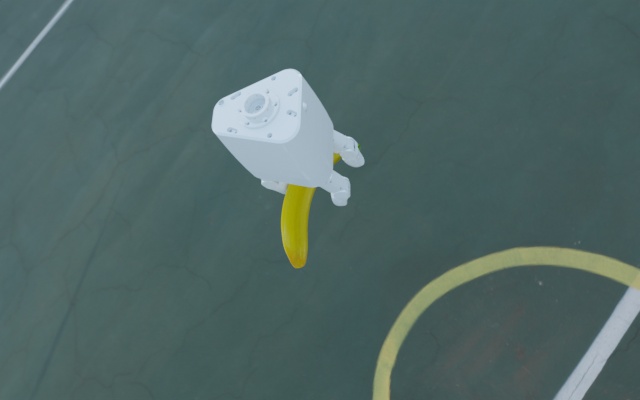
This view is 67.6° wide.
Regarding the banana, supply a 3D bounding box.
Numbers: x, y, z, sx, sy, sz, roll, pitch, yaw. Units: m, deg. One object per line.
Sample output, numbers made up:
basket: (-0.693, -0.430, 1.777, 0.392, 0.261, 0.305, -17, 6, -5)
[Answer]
banana: (-0.015, -0.007, 0.658, 0.069, 0.197, 0.037, 21, -15, 19)
